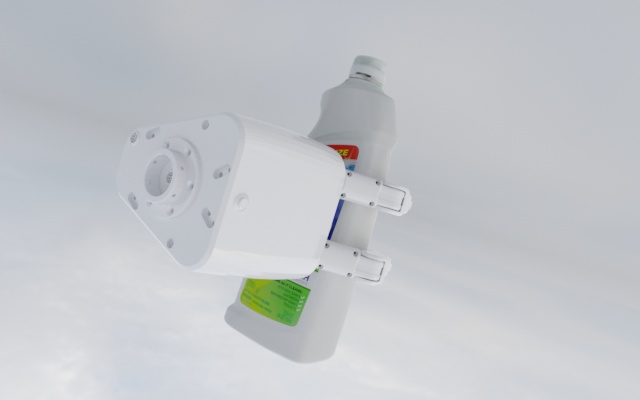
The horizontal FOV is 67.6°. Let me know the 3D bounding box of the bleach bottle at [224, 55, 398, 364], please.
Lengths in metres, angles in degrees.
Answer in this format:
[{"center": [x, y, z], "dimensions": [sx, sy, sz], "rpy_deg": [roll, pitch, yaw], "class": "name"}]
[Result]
[{"center": [0.000, 0.001, 0.409], "dimensions": [0.102, 0.251, 0.068], "rpy_deg": [18, 2, 35], "class": "bleach bottle"}]
